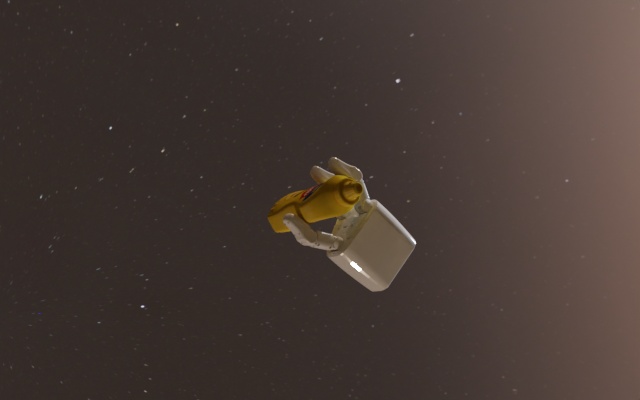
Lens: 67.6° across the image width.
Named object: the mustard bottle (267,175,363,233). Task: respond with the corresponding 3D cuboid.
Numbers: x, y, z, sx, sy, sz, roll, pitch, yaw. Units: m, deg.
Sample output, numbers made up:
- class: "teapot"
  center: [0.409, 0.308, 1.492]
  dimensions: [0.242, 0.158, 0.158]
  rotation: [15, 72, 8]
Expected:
- class: "mustard bottle"
  center: [0.000, 0.002, 0.744]
  dimensions: [0.096, 0.058, 0.191]
  rotation: [-31, 7, -36]
